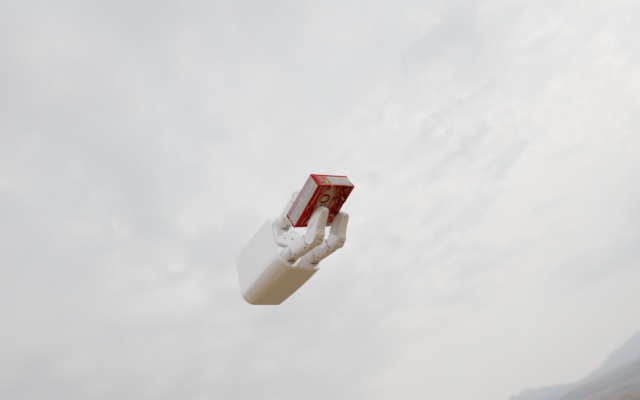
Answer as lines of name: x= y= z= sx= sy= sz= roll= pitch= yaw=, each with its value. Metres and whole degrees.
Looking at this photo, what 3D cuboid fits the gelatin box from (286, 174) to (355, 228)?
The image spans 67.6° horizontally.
gelatin box: x=0.000 y=0.002 z=0.725 sx=0.073 sy=0.089 sz=0.030 roll=1 pitch=41 yaw=-40
